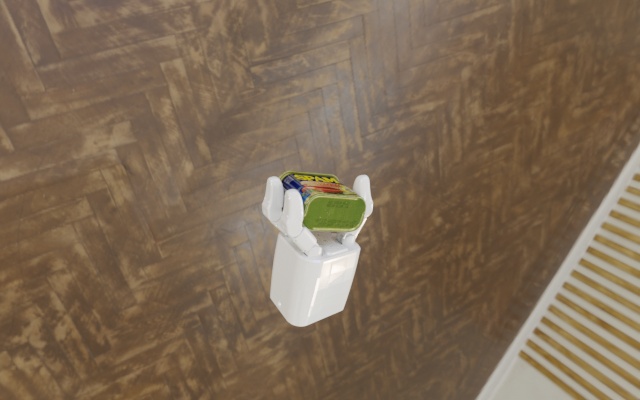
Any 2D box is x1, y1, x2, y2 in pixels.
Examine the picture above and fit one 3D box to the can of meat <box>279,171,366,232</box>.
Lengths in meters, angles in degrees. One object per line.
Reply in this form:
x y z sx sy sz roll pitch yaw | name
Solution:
0.000 0.002 0.650 0.102 0.057 0.084 4 20 -32 | can of meat
